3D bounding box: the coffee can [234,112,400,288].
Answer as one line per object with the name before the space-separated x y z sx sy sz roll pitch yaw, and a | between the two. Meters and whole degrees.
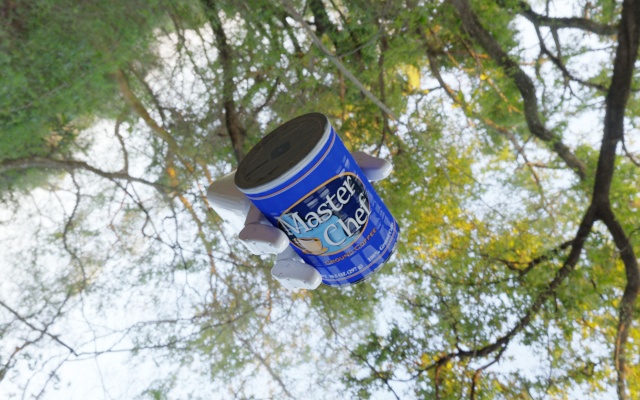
coffee can | 0.000 0.001 0.464 0.103 0.102 0.140 0 -44 48
